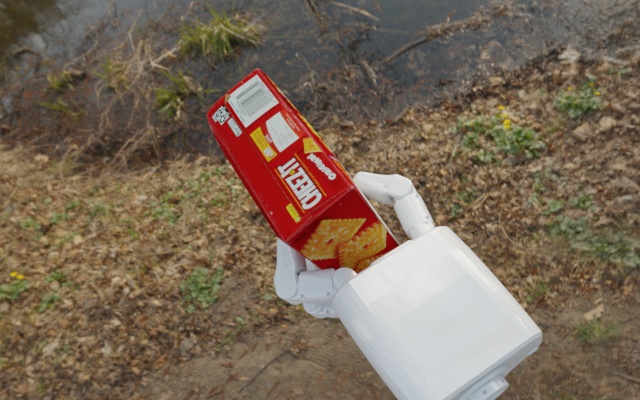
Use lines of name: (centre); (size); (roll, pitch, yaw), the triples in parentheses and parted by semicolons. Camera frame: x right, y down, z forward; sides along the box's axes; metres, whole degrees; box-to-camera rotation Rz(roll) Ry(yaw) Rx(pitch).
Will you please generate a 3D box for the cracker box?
cracker box: (0.000, 0.001, 0.455); (0.072, 0.164, 0.214); (-38, -34, 3)
